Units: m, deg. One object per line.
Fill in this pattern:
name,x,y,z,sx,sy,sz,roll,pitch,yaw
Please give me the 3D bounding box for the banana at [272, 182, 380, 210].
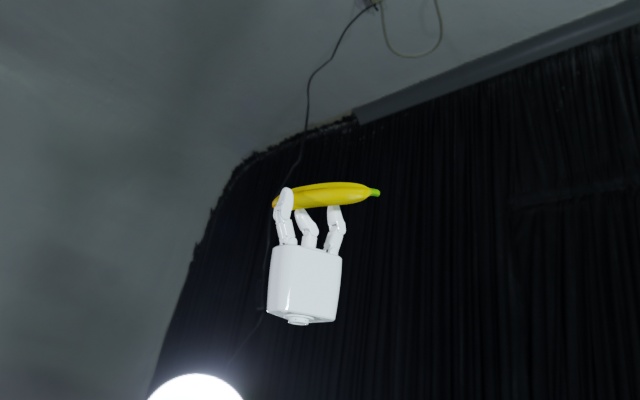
banana,-0.003,-0.004,0.812,0.198,0.037,0.070,-5,-21,19
